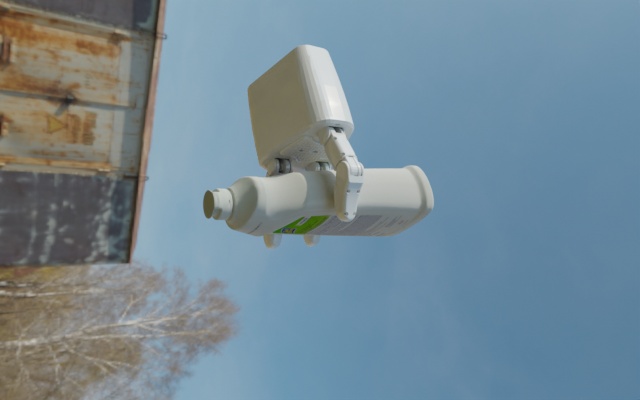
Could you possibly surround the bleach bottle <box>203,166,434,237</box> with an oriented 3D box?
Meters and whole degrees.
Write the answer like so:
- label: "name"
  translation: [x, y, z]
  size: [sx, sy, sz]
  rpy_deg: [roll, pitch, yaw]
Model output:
- label: "bleach bottle"
  translation: [0.000, 0.002, 0.522]
  size: [0.251, 0.068, 0.103]
  rpy_deg: [1, -28, -35]
